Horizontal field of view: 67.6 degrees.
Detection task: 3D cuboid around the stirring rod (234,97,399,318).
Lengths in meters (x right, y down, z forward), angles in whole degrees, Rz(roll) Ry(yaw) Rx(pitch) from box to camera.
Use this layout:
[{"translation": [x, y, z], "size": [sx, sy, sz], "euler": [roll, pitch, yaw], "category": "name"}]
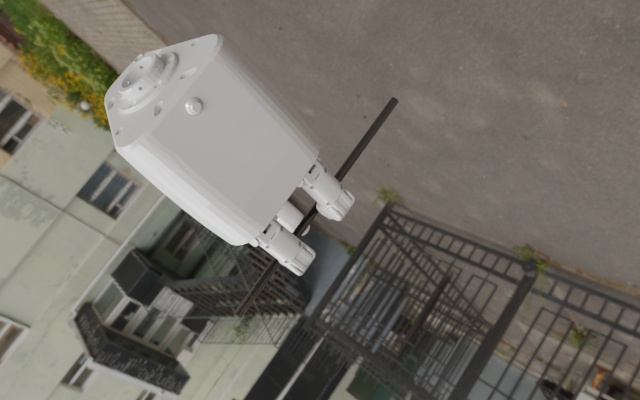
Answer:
[{"translation": [0.000, 0.001, 0.426], "size": [0.011, 0.239, 0.011], "euler": [35, -10, 7], "category": "stirring rod"}]
